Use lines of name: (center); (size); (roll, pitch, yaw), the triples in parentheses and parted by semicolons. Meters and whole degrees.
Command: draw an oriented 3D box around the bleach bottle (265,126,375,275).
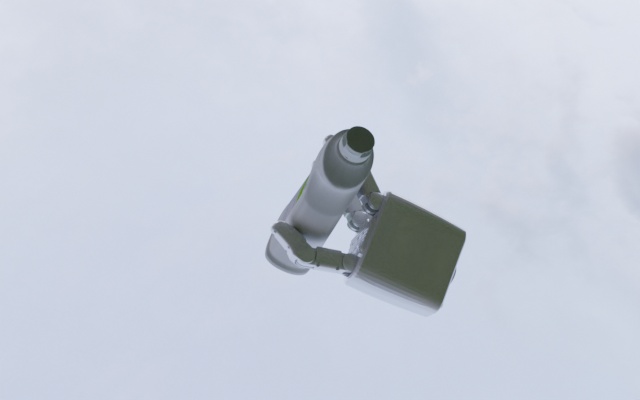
bleach bottle: (0.000, 0.002, 0.539); (0.068, 0.102, 0.251); (24, -28, -5)
